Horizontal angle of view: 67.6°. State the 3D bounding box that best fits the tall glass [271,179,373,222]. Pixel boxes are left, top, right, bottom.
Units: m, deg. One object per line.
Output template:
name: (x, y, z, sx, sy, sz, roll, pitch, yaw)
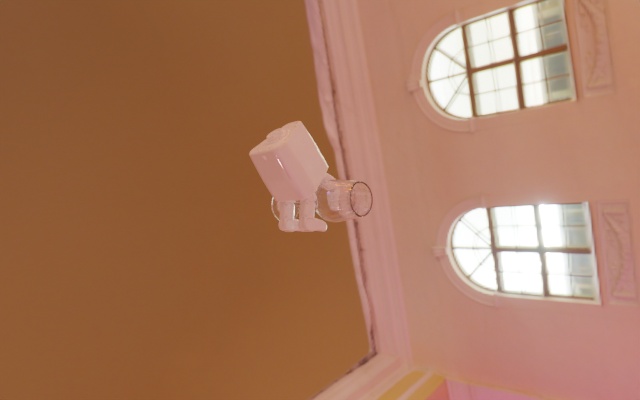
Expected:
tall glass: (0.000, 0.003, 0.894, 0.201, 0.079, 0.079, -4, -3, 44)
